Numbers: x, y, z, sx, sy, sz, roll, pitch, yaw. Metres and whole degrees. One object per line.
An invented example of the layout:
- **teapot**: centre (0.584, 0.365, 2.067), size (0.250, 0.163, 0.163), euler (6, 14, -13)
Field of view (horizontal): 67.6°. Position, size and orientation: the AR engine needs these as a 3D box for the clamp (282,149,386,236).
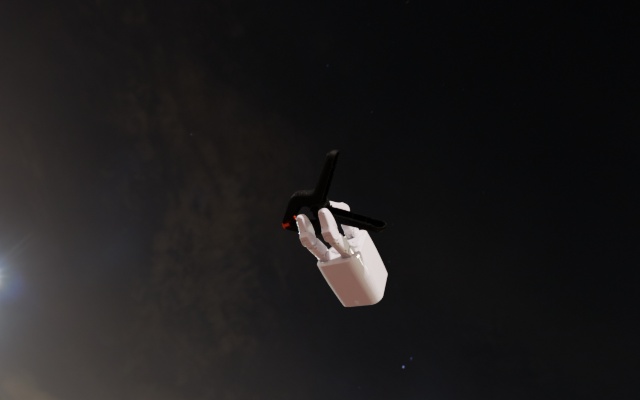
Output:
- **clamp**: centre (0.000, 0.003, 0.867), size (0.210, 0.164, 0.036), euler (-16, 18, 40)
